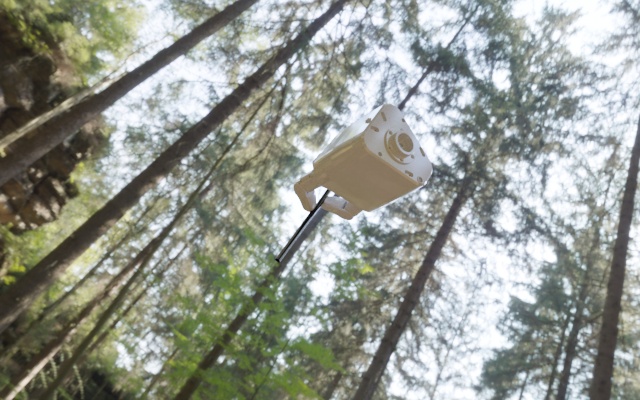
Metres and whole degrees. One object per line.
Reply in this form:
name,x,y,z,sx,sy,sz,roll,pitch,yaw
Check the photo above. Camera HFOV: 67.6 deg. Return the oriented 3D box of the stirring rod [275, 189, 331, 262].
stirring rod,0.000,0.002,0.714,0.011,0.011,0.239,0,41,40
